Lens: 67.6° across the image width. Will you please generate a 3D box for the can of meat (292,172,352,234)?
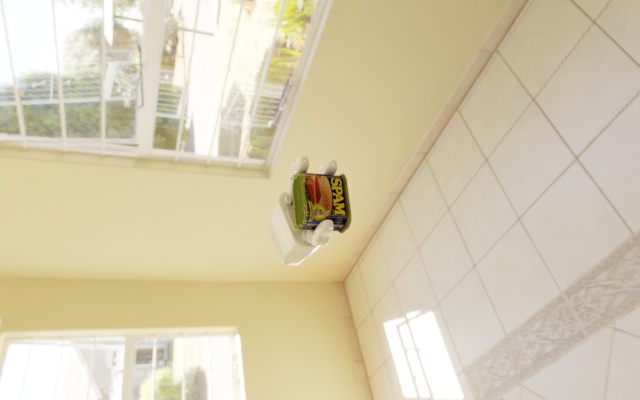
[{"bbox_3d":[0.000,0.003,0.814,0.084,0.102,0.057,4,-26,-21],"label":"can of meat"}]
